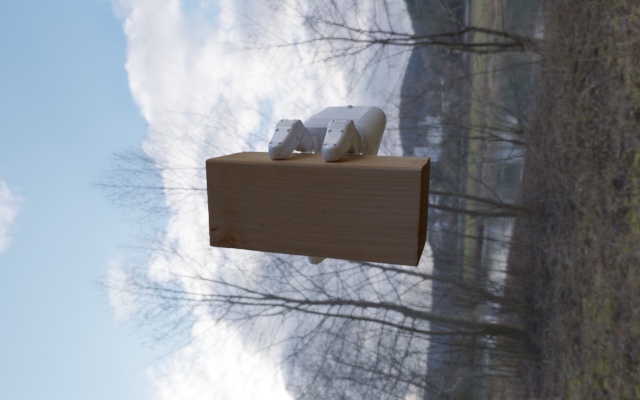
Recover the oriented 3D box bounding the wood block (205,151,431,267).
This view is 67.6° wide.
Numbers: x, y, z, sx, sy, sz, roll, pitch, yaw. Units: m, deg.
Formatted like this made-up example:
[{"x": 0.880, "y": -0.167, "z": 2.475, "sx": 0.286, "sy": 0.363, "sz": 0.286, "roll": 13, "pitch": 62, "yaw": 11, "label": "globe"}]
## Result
[{"x": 0.000, "y": 0.002, "z": 0.479, "sx": 0.206, "sy": 0.091, "sz": 0.090, "roll": 3, "pitch": 13, "yaw": 17, "label": "wood block"}]
